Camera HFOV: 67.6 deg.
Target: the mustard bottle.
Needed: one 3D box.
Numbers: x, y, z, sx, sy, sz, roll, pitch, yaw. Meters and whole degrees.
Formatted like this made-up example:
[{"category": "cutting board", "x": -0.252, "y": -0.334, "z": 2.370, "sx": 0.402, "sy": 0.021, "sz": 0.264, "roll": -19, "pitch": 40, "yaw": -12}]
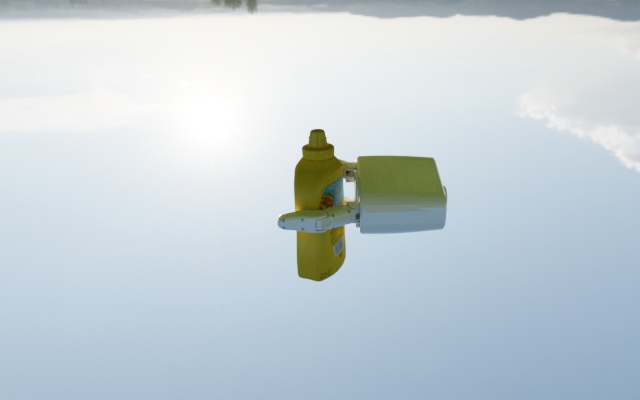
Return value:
[{"category": "mustard bottle", "x": 0.000, "y": 0.002, "z": 0.622, "sx": 0.058, "sy": 0.192, "sz": 0.096, "roll": 9, "pitch": 26, "yaw": 24}]
